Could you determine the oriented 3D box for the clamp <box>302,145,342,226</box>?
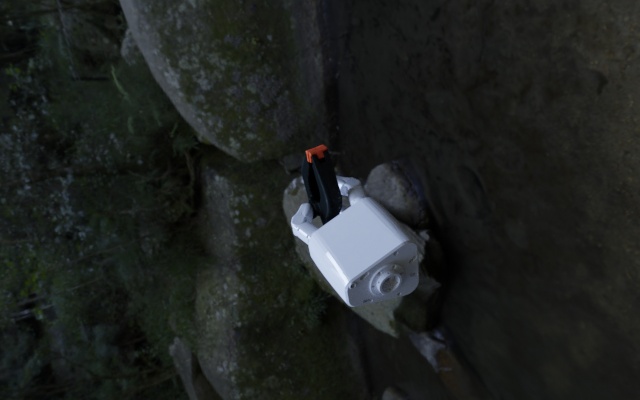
[{"bbox_3d":[-0.001,0.002,0.729,0.036,0.210,0.164,-23,37,-17],"label":"clamp"}]
